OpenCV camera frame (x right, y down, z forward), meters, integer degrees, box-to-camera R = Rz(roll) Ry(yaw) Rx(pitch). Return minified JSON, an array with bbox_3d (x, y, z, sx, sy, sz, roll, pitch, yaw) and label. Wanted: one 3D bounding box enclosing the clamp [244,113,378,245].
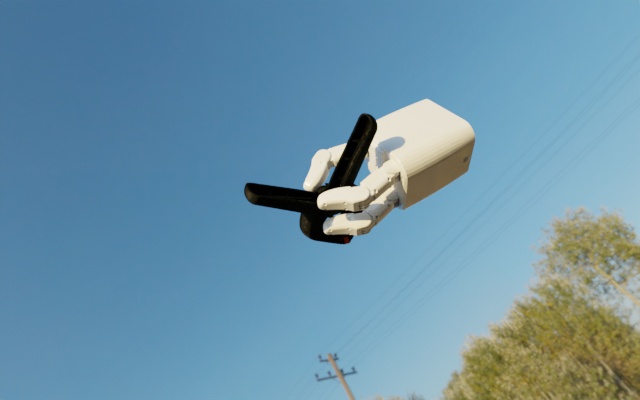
[{"bbox_3d":[0.000,0.002,0.588,0.164,0.036,0.210,-27,-34,-11],"label":"clamp"}]
